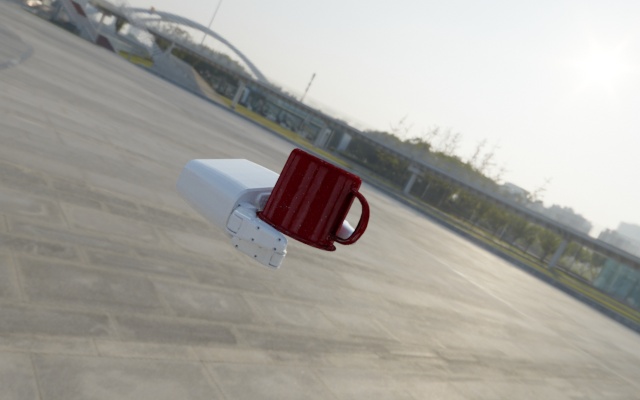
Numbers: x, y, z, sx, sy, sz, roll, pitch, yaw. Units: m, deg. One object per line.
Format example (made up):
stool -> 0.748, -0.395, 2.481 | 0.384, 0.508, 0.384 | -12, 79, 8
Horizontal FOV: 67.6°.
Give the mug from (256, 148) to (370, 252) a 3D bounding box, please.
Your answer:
mug -> 0.001, 0.002, 0.495 | 0.117, 0.081, 0.093 | 29, 6, 34
